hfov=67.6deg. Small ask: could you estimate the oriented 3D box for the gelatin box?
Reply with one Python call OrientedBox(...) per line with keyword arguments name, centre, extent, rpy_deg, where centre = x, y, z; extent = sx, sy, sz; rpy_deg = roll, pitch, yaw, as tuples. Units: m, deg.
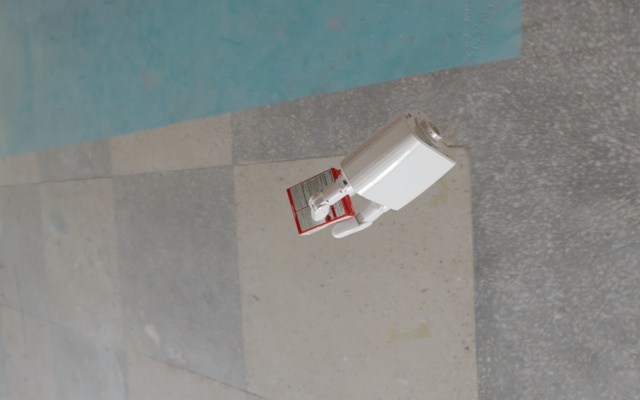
OrientedBox(name="gelatin box", centre=(0.000, 0.002, 0.697), extent=(0.089, 0.073, 0.030), rpy_deg=(-24, -14, 28))
